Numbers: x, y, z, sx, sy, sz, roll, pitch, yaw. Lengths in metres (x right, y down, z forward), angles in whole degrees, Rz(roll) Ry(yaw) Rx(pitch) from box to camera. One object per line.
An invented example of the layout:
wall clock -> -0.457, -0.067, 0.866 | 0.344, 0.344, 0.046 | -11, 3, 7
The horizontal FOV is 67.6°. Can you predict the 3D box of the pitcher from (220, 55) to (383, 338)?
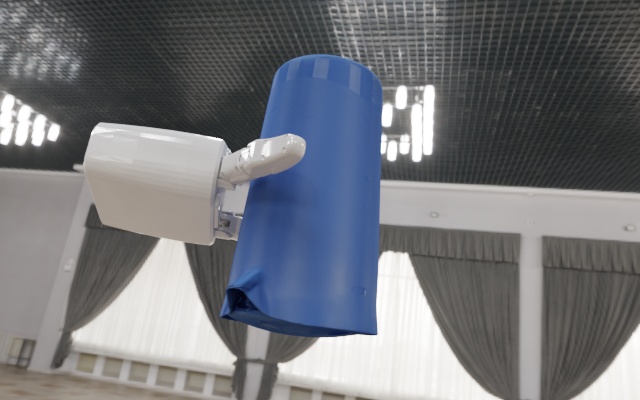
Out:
pitcher -> 0.000, 0.001, 0.443 | 0.145, 0.242, 0.149 | 9, -17, -7
